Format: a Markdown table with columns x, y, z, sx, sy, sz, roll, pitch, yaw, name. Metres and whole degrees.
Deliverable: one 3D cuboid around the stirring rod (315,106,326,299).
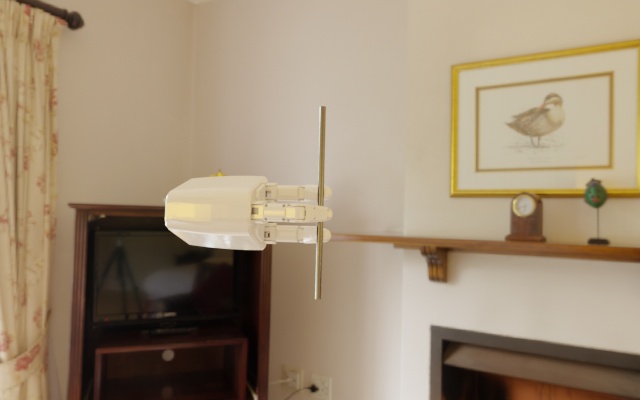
| x | y | z | sx | sy | sz | roll | pitch | yaw | name |
| --- | --- | --- | --- | --- | --- | --- | --- | --- | --- |
| 0.000 | 0.002 | 0.597 | 0.011 | 0.239 | 0.011 | 1 | -2 | 0 | stirring rod |
